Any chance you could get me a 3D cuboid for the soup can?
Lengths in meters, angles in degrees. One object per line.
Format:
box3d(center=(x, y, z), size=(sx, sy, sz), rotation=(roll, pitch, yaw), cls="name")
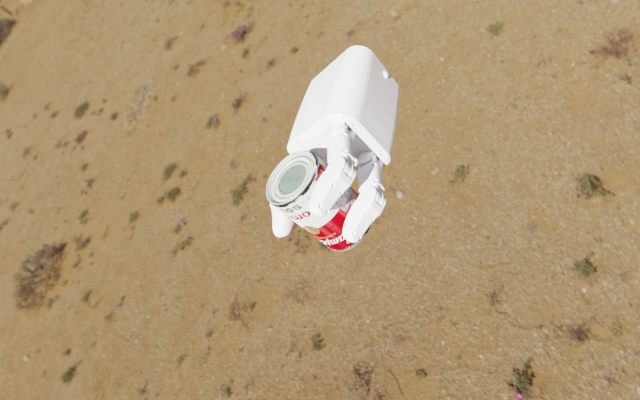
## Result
box3d(center=(0.000, 0.002, 0.506), size=(0.068, 0.068, 0.102), rotation=(0, -30, 44), cls="soup can")
